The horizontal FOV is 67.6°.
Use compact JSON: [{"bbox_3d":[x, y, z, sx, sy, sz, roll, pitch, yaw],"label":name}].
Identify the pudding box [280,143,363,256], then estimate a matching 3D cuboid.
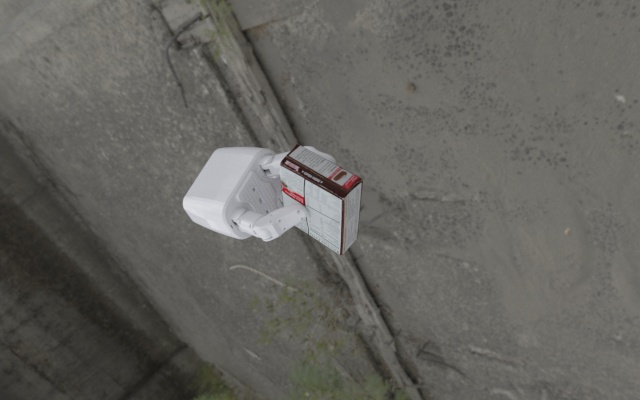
[{"bbox_3d":[0.000,0.002,0.546,0.090,0.039,0.114,30,-31,22],"label":"pudding box"}]
